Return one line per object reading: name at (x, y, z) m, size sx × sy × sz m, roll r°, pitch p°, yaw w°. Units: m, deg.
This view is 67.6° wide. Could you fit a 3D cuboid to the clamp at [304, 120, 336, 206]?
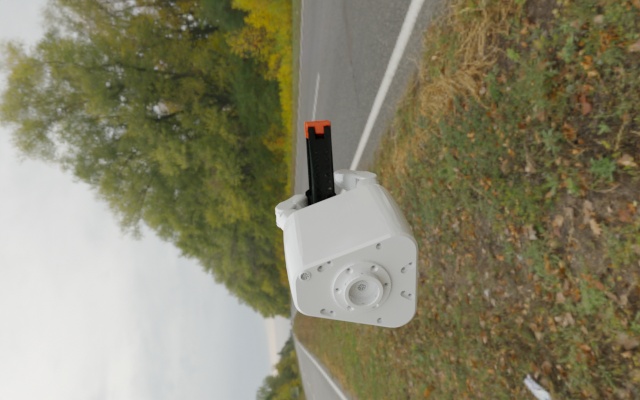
clamp at (-0.001, 0.002, 0.582) m, size 0.036 × 0.210 × 0.164 m, roll -5°, pitch 22°, yaw -4°
